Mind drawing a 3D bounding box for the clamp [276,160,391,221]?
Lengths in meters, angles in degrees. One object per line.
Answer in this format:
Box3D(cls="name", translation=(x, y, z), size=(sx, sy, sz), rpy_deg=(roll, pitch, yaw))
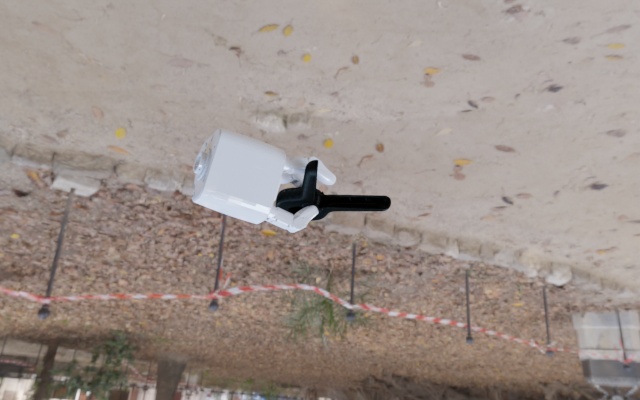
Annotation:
Box3D(cls="clamp", translation=(0.000, 0.003, 0.788), size=(0.164, 0.036, 0.210), rpy_deg=(22, -27, -27))
